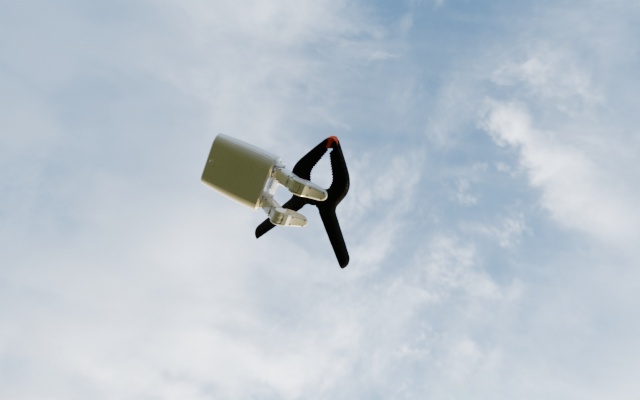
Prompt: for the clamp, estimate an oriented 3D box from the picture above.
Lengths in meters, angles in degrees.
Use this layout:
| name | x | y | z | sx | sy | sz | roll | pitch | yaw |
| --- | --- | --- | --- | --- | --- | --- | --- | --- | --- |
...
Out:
| name | x | y | z | sx | sy | sz | roll | pitch | yaw |
| --- | --- | --- | --- | --- | --- | --- | --- | --- | --- |
| clamp | 0.000 | 0.002 | 0.766 | 0.164 | 0.210 | 0.036 | 25 | 18 | 4 |
